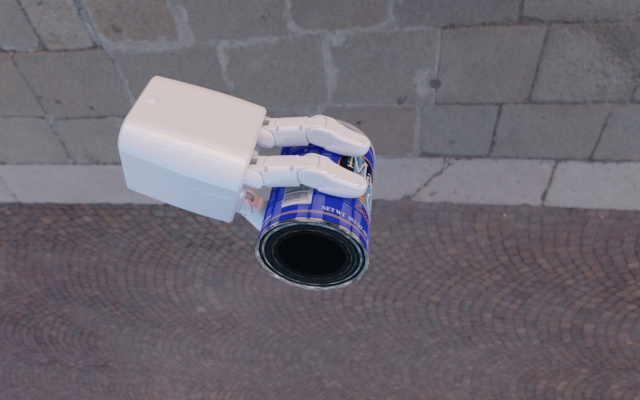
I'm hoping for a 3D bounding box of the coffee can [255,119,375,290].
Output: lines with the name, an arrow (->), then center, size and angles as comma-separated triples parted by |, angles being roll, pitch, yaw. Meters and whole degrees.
coffee can -> 0.000, 0.002, 0.473 | 0.103, 0.140, 0.103 | 5, -43, 5
